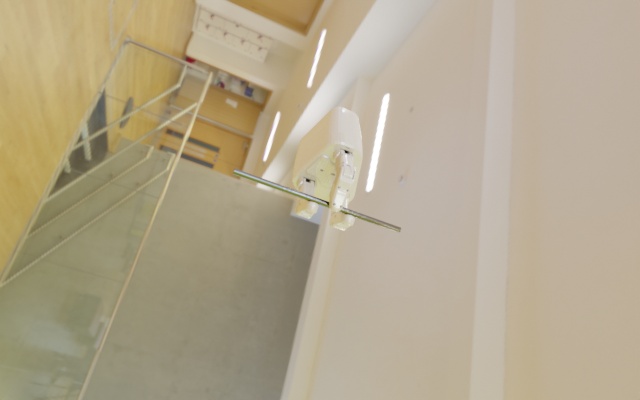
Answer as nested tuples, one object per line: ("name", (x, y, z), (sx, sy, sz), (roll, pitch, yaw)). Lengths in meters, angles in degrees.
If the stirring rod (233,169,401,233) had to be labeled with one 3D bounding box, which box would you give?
("stirring rod", (0.000, 0.002, 0.634), (0.239, 0.011, 0.011), (20, -5, -14))
